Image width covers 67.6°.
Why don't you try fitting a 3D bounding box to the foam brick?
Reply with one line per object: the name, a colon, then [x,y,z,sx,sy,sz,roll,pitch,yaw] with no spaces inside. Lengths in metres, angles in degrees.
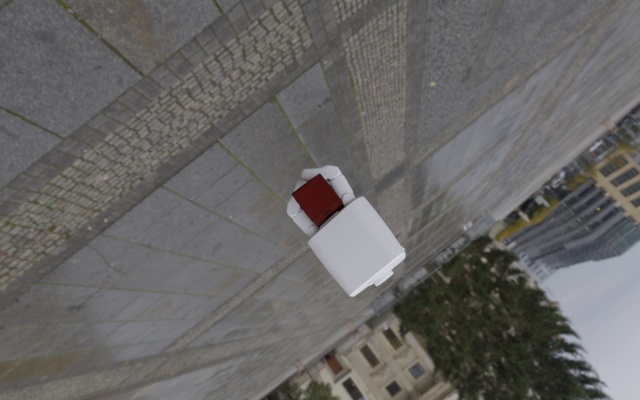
foam brick: [0.000,0.002,0.707,0.053,0.051,0.078,-38,-16,2]
